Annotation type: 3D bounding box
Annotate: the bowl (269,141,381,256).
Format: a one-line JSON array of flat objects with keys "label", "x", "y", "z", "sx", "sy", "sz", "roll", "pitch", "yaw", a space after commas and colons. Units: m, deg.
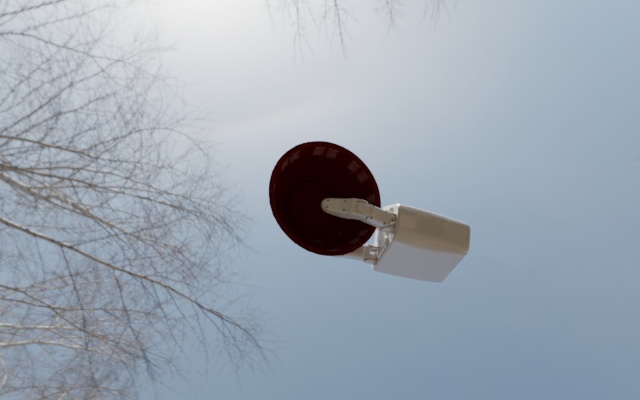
[{"label": "bowl", "x": -0.001, "y": 0.002, "z": 0.659, "sx": 0.162, "sy": 0.162, "sz": 0.055, "roll": 0, "pitch": -17, "yaw": -22}]
